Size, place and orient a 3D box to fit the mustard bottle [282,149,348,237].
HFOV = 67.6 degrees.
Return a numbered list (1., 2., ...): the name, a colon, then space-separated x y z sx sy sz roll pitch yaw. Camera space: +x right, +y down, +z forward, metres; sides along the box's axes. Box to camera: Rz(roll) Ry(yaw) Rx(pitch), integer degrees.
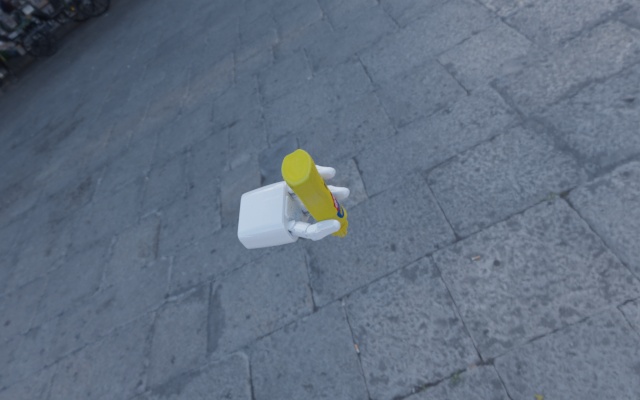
1. mustard bottle: 0.000 0.003 0.865 0.058 0.192 0.096 -29 38 6
